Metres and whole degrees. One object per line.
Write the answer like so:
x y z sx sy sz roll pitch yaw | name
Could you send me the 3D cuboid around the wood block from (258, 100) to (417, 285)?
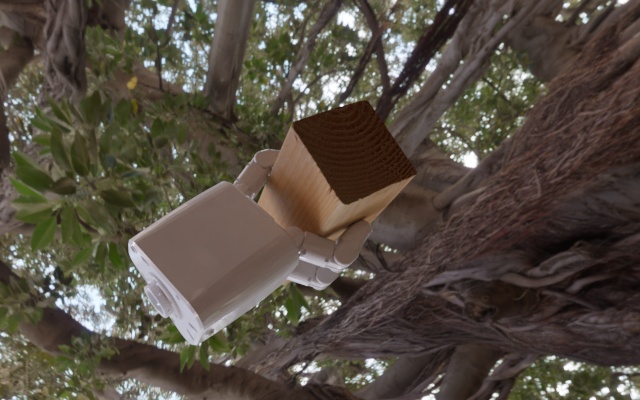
0.000 0.002 0.504 0.090 0.090 0.206 -23 -18 -29 | wood block
